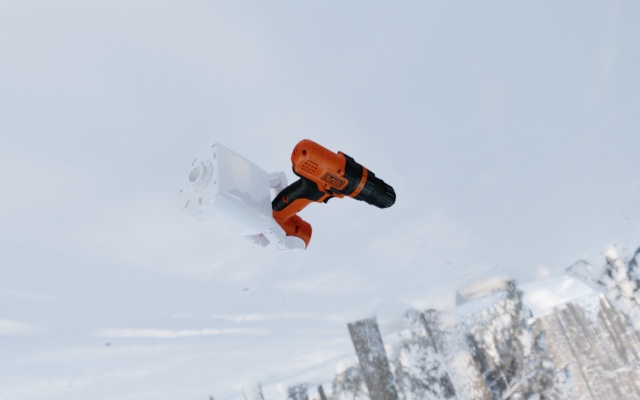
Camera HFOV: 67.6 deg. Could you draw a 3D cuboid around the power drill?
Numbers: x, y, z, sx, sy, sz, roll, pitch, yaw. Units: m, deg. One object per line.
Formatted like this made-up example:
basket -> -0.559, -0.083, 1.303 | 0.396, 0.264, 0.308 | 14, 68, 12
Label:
power drill -> 0.000, 0.003, 0.750 | 0.184, 0.057, 0.188 | 27, -52, -24
